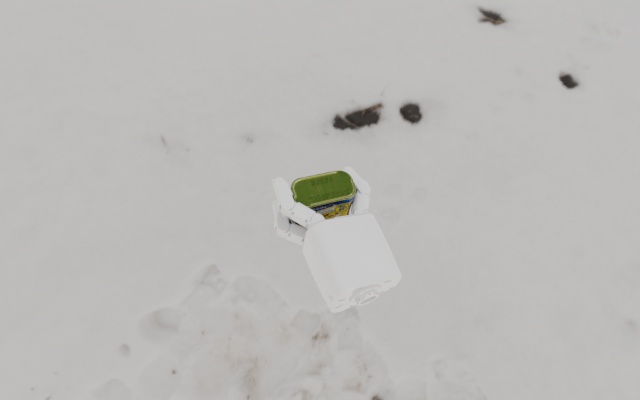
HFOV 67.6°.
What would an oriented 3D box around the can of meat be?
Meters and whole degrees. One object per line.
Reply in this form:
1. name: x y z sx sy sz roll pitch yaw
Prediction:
1. can of meat: 0.000 0.002 0.736 0.102 0.057 0.084 -13 -28 -15
